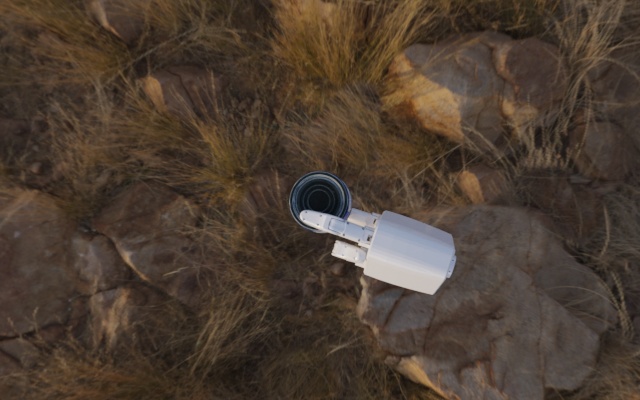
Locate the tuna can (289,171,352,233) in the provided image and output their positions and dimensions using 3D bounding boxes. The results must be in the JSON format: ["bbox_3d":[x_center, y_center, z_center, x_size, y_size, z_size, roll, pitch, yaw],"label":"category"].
[{"bbox_3d":[0.000,0.002,0.668,0.086,0.086,0.034,0,-6,11],"label":"tuna can"}]
